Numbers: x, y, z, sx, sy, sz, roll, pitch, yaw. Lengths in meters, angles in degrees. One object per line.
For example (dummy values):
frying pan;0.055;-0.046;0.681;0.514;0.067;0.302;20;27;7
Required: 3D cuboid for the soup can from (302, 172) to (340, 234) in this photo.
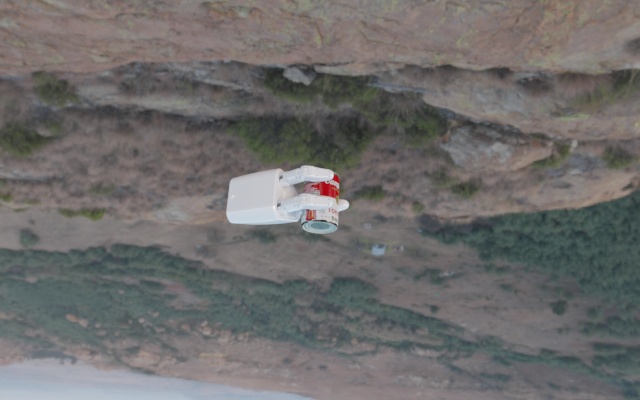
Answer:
soup can;0.001;0.003;0.884;0.068;0.102;0.068;2;-23;1
